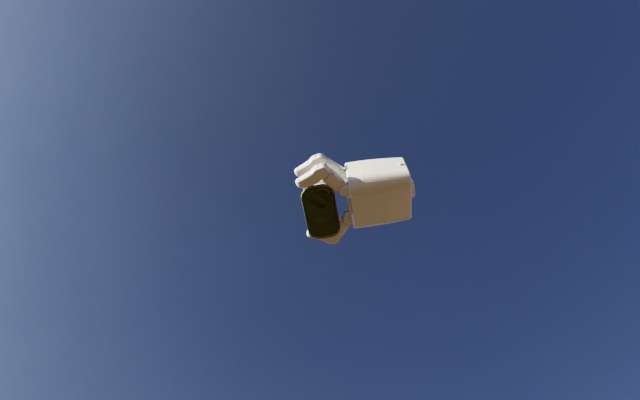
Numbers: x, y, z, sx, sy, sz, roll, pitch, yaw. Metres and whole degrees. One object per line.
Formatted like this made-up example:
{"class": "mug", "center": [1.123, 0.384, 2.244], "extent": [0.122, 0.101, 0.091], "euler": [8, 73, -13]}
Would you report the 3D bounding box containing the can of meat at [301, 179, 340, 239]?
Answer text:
{"class": "can of meat", "center": [0.000, 0.003, 0.854], "extent": [0.057, 0.102, 0.084], "euler": [-9, 27, 4]}
